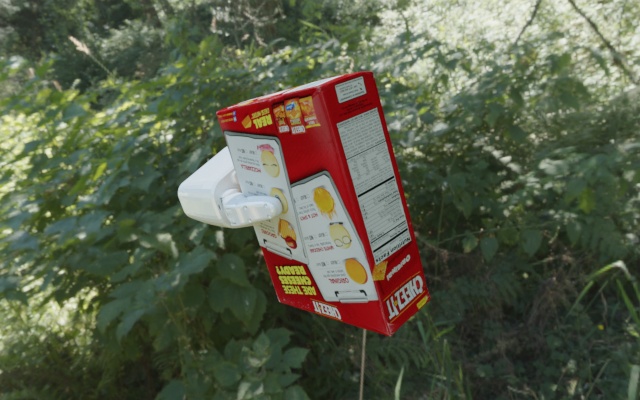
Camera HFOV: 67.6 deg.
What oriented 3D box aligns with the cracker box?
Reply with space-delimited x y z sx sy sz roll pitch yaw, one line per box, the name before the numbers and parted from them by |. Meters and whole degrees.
cracker box | 0.000 0.001 0.447 0.072 0.214 0.164 -28 18 -35
